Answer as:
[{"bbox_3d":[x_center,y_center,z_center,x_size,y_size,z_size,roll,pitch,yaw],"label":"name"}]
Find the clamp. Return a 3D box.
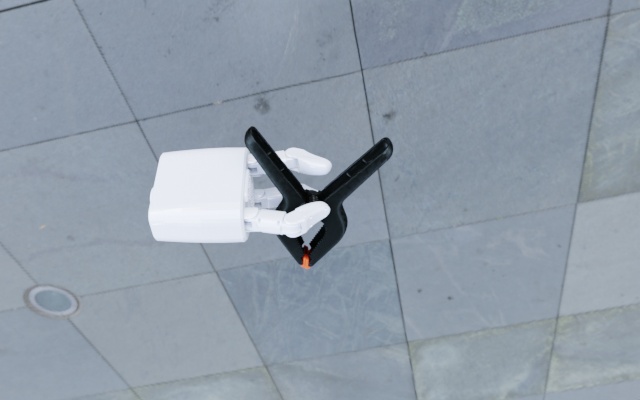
[{"bbox_3d":[0.000,0.003,0.582,0.164,0.210,0.036,-1,39,1],"label":"clamp"}]
